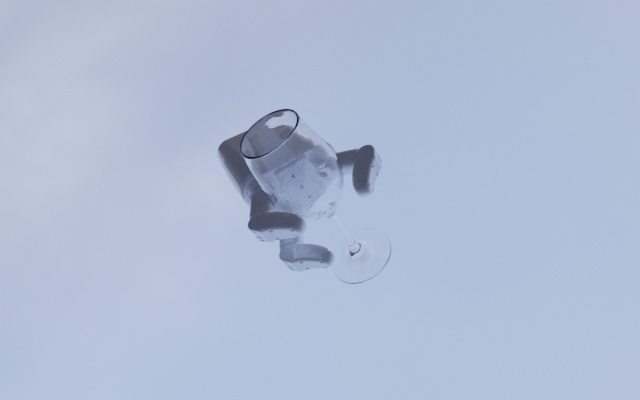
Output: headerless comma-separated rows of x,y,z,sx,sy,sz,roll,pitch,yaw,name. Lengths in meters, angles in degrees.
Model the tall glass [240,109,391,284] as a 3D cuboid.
0.001,0.002,0.485,0.079,0.079,0.201,0,-38,36,tall glass
